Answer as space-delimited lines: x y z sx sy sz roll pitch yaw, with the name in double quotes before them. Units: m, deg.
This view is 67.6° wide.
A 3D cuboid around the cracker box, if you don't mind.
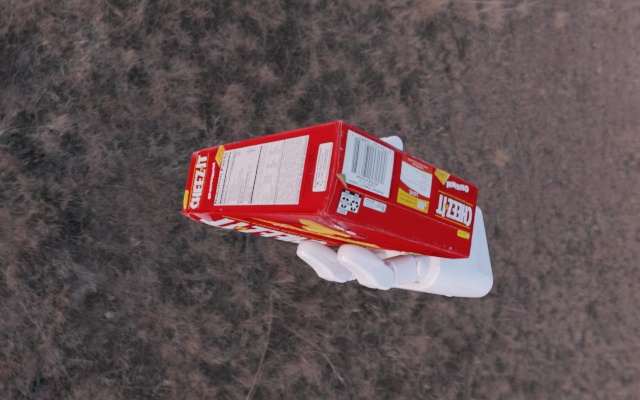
"cracker box" 0.000 0.001 0.424 0.164 0.072 0.213 18 -13 -39
